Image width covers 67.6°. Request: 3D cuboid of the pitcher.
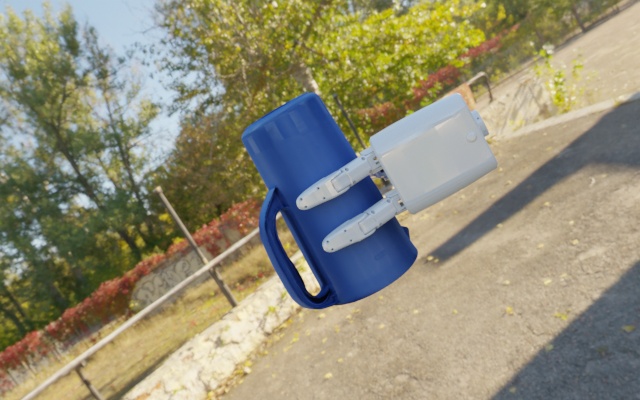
[{"bbox_3d":[0.000,0.002,0.585,0.145,0.243,0.149,-28,8,16],"label":"pitcher"}]
